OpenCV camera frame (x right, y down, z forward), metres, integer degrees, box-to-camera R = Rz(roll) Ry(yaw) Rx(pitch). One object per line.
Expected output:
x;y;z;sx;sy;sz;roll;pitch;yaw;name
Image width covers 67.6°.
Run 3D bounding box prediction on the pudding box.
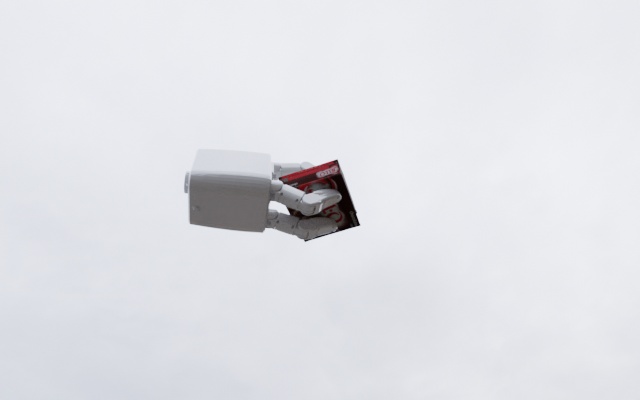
0.000;0.002;0.688;0.090;0.039;0.114;-16;-45;8;pudding box
